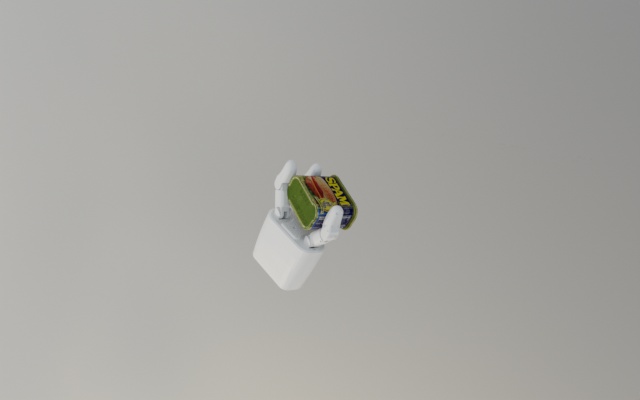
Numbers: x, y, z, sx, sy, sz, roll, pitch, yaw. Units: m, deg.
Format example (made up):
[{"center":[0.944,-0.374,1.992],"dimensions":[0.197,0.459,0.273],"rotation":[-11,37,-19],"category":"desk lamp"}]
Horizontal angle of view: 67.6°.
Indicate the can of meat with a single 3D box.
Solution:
[{"center":[0.000,0.003,0.804],"dimensions":[0.084,0.057,0.102],"rotation":[0,45,-35],"category":"can of meat"}]
